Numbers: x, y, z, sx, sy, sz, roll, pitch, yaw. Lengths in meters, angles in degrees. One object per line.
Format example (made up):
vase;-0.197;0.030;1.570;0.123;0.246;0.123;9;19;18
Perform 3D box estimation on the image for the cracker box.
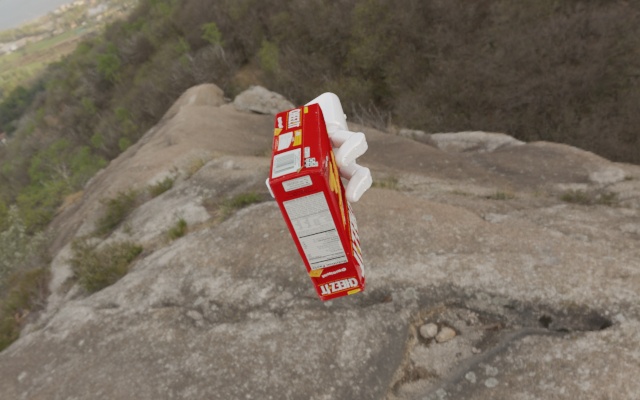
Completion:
cracker box;0.000;0.002;0.648;0.072;0.214;0.164;-14;37;9
